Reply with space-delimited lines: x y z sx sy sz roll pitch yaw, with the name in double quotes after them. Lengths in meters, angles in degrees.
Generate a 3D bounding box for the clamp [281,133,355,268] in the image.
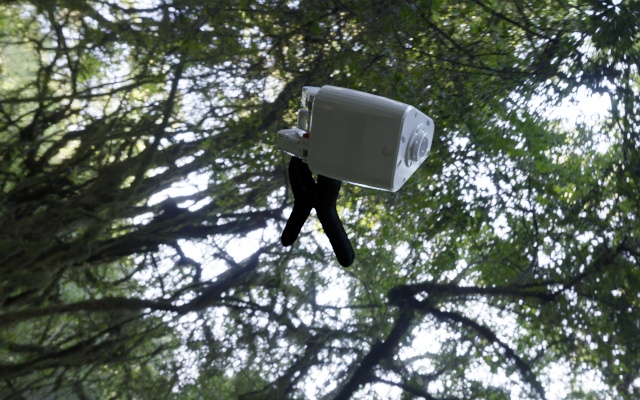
0.000 0.002 0.605 0.120 0.171 0.039 20 29 30 "clamp"
